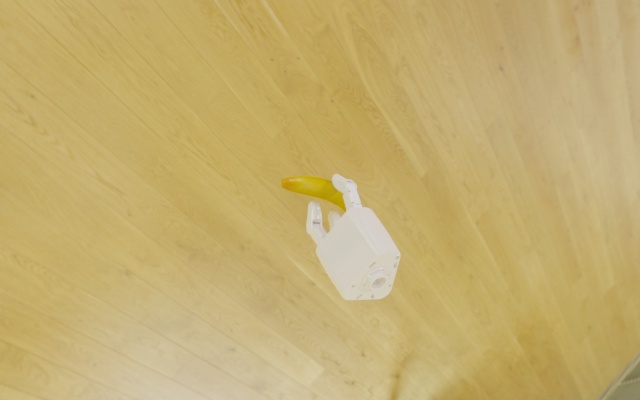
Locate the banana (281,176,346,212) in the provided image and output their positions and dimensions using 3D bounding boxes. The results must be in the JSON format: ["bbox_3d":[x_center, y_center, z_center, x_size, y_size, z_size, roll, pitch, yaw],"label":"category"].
[{"bbox_3d":[0.016,-0.006,0.866,0.070,0.037,0.198,-35,-41,23],"label":"banana"}]
